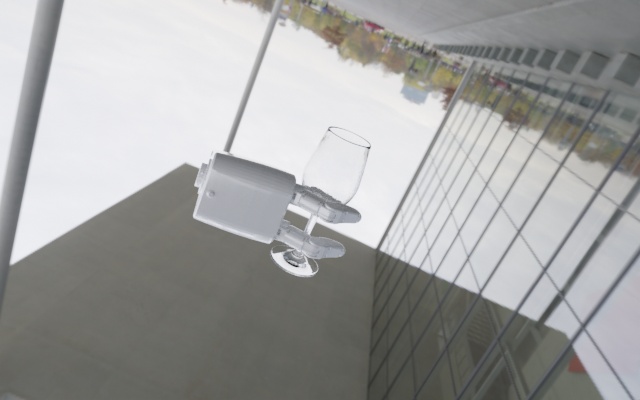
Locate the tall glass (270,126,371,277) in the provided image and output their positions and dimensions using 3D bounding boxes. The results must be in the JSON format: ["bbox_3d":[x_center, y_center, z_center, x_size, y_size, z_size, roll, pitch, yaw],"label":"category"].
[{"bbox_3d":[0.000,0.003,0.654,0.079,0.201,0.079,21,20,-8],"label":"tall glass"}]
